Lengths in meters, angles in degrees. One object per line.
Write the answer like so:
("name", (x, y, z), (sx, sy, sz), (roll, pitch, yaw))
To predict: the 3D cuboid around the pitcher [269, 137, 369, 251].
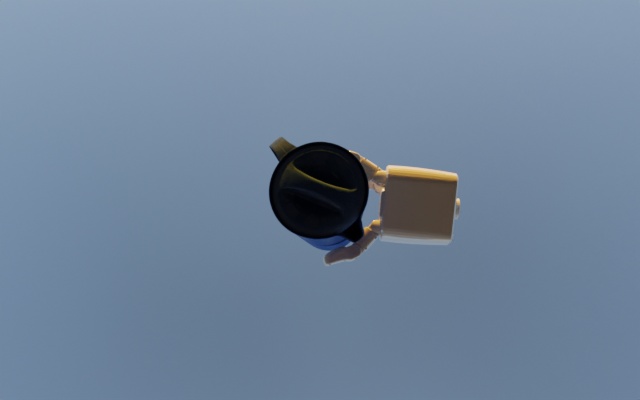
("pitcher", (0.000, 0.002, 0.741), (0.145, 0.149, 0.243), (3, -13, 5))
